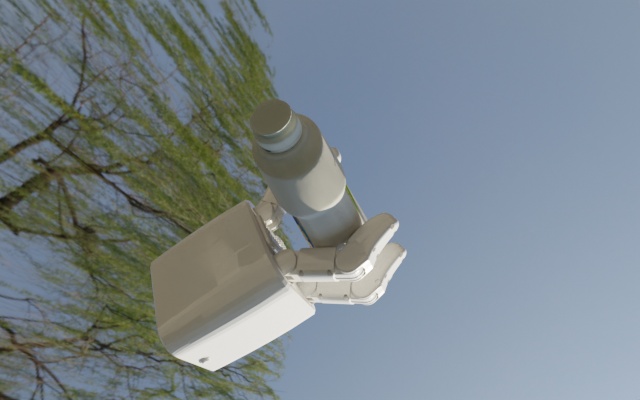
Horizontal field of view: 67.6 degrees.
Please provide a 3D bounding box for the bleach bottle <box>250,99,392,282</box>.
[{"bbox_3d":[0.000,0.001,0.407,0.068,0.102,0.251,-31,-34,0],"label":"bleach bottle"}]
